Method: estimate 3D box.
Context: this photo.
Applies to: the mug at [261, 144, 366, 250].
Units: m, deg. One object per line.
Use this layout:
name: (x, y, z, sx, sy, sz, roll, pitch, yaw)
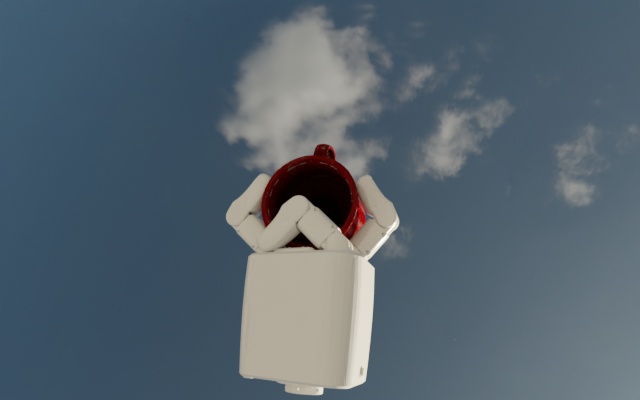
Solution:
mug: (0.000, 0.000, 0.479, 0.093, 0.117, 0.081, 0, -17, 16)
